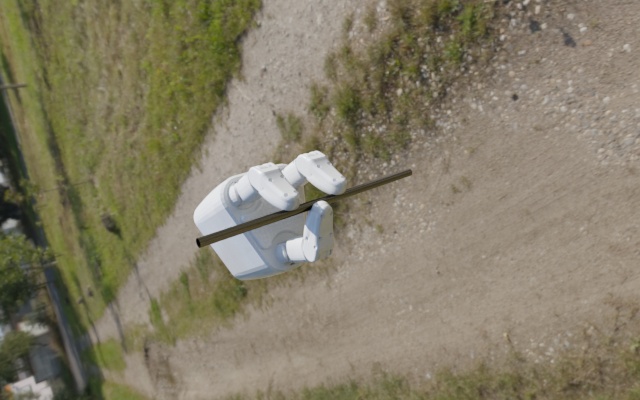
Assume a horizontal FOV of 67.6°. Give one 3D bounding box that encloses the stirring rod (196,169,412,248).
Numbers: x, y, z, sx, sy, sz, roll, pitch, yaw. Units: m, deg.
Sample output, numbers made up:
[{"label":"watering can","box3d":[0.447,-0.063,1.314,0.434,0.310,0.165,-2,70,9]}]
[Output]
[{"label":"stirring rod","box3d":[0.000,0.001,0.434,0.239,0.011,0.011,-18,11,-35]}]
